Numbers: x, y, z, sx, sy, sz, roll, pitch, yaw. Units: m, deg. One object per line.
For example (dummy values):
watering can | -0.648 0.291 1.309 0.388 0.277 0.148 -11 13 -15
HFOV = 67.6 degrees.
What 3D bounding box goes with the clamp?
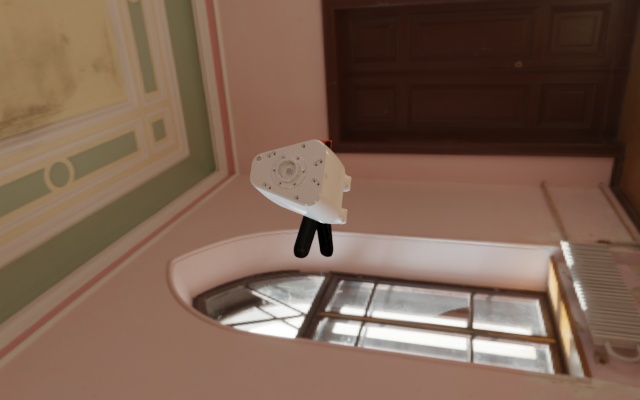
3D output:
clamp | -0.001 0.002 0.824 0.036 0.210 0.164 3 -12 16
